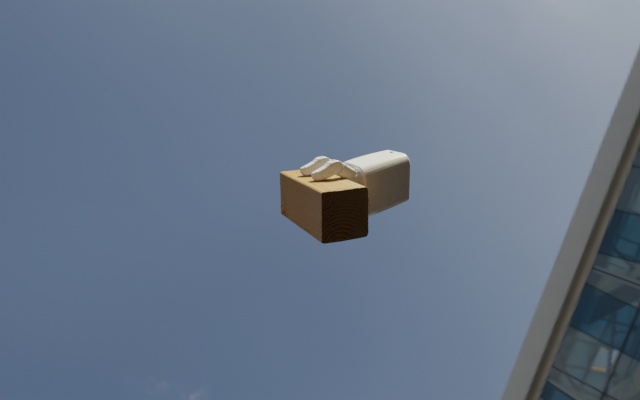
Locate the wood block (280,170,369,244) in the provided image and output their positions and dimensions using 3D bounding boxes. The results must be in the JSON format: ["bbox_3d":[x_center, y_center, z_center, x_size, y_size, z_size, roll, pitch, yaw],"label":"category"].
[{"bbox_3d":[0.000,0.003,0.888,0.090,0.091,0.206,-7,15,-23],"label":"wood block"}]
